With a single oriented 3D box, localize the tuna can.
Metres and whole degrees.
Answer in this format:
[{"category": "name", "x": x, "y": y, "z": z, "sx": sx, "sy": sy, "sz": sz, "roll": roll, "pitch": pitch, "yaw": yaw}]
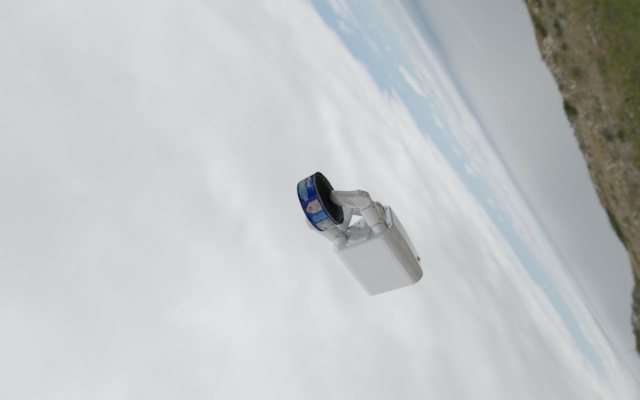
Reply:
[{"category": "tuna can", "x": 0.000, "y": 0.003, "z": 0.709, "sx": 0.034, "sy": 0.086, "sz": 0.086, "roll": -26, "pitch": -8, "yaw": 17}]
